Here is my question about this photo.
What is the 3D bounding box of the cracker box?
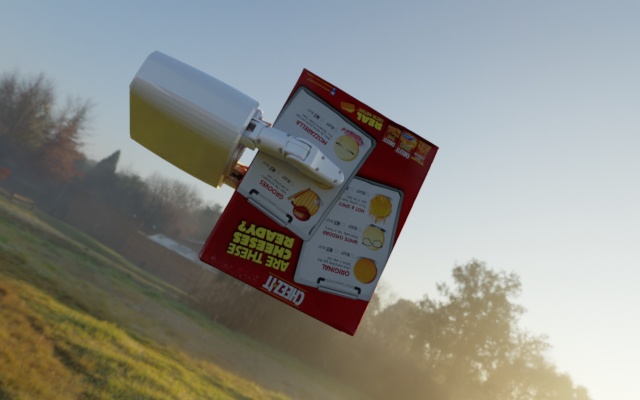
[{"bbox_3d":[0.000,0.001,0.488,0.164,0.213,0.072,29,-14,-8],"label":"cracker box"}]
